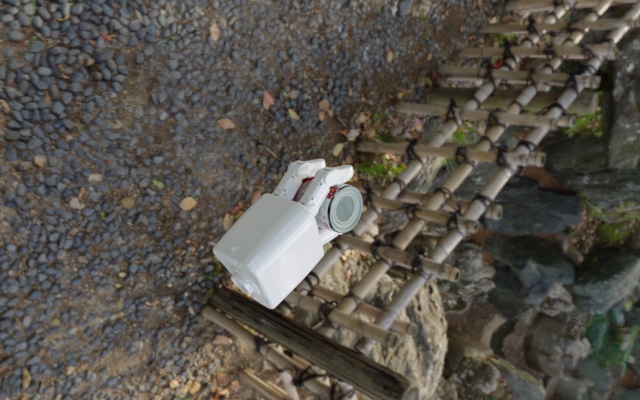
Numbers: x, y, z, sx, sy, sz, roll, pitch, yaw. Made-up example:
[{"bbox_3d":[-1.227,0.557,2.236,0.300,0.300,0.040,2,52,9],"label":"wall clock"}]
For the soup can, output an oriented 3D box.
[{"bbox_3d":[0.001,0.002,0.674,0.068,0.068,0.102,0,12,-45],"label":"soup can"}]
